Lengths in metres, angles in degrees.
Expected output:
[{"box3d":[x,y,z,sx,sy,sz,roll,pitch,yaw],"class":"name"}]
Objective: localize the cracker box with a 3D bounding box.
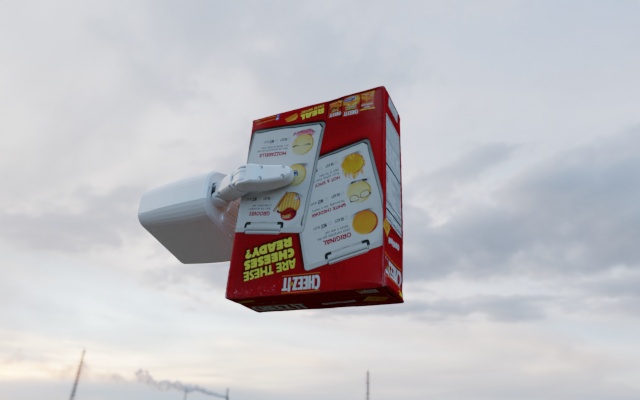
[{"box3d":[0.000,0.001,0.497,0.164,0.213,0.072,-10,-29,25],"class":"cracker box"}]
